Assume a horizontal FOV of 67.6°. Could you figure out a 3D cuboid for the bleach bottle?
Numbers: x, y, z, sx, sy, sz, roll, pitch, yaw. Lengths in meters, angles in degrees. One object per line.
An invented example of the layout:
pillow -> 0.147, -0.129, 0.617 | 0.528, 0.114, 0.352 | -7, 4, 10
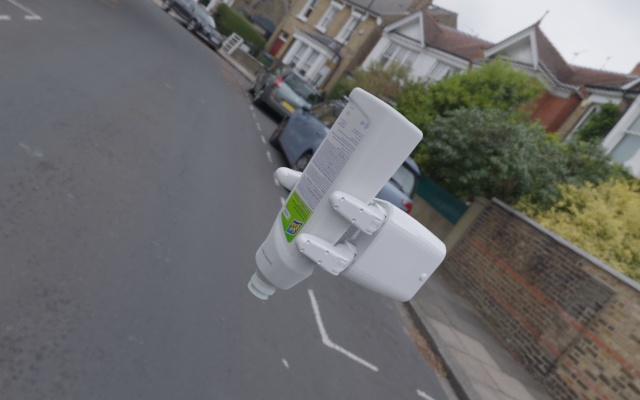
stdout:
bleach bottle -> 0.000, 0.002, 0.531 | 0.068, 0.251, 0.102 | 31, 12, -30
